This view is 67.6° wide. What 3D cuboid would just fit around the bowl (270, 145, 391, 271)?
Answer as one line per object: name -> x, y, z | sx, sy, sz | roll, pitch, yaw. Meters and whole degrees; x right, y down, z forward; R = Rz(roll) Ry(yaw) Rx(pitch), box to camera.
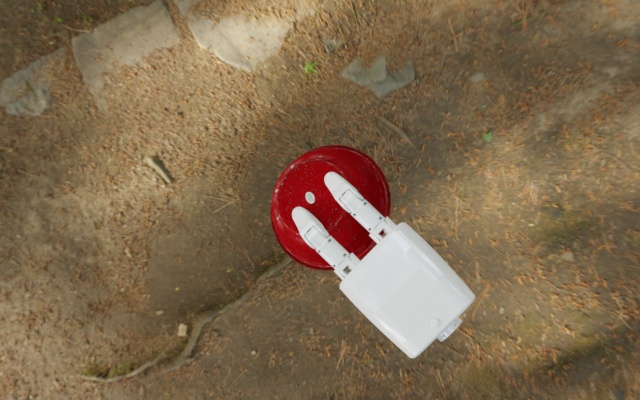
bowl -> -0.001, 0.001, 0.577 | 0.162, 0.162, 0.055 | 0, -12, 23
